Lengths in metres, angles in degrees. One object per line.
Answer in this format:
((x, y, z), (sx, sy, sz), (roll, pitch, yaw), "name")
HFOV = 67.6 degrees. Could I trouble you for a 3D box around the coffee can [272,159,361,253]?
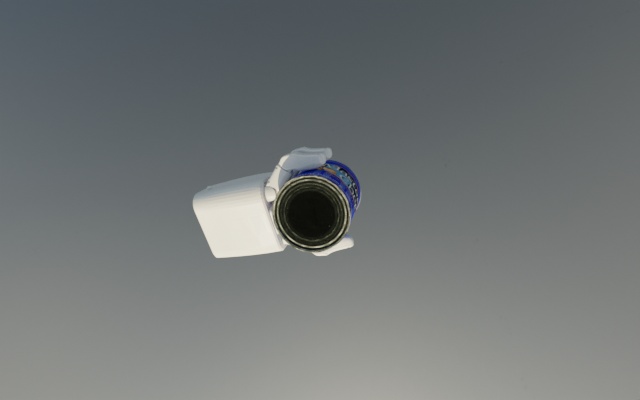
((0.000, 0.002, 0.672), (0.103, 0.103, 0.140), (0, 13, 10), "coffee can")
